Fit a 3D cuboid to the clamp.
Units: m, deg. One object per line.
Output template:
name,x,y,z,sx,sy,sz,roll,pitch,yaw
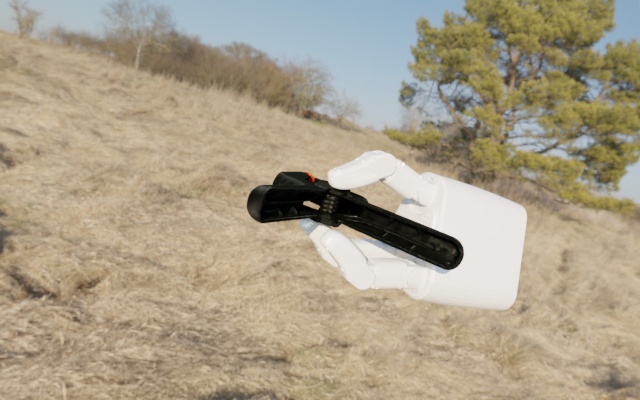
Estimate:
clamp,0.000,0.001,0.413,0.164,0.036,0.210,16,7,-24
